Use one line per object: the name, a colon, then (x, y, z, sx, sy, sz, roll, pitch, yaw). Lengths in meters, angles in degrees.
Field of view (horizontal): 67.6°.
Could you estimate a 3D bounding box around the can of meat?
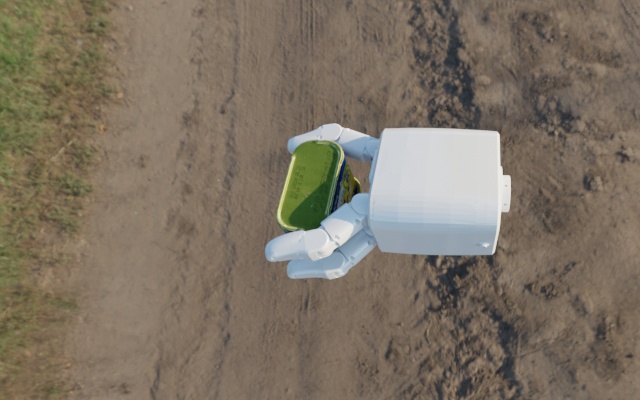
can of meat: (0.000, 0.001, 0.475, 0.057, 0.102, 0.084, 6, -22, 18)
